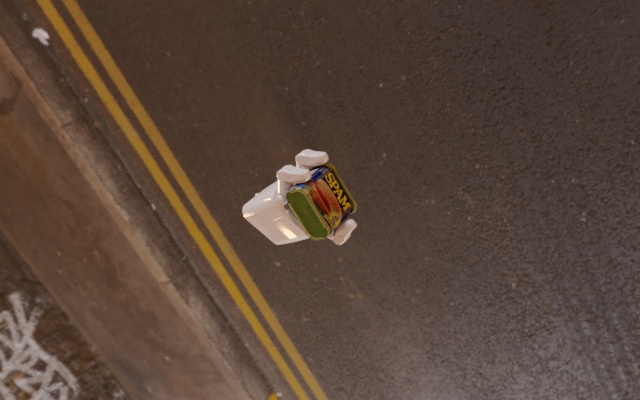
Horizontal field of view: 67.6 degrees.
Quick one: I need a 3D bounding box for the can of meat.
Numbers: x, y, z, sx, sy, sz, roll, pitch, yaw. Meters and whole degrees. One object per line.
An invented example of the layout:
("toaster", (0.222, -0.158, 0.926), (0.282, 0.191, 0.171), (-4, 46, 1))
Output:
("can of meat", (0.000, 0.003, 0.785), (0.057, 0.102, 0.084), (-17, 20, 46))
